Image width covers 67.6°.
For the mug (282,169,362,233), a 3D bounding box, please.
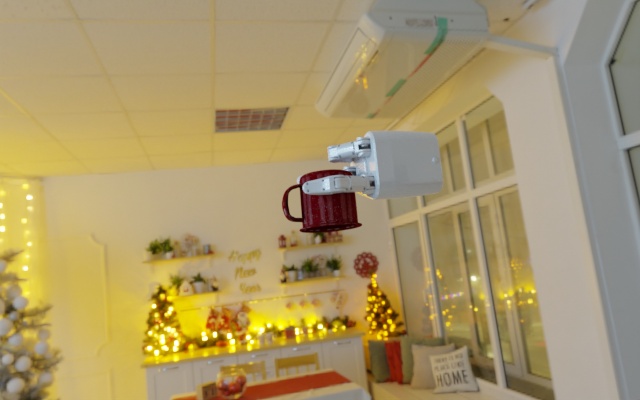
[{"bbox_3d":[-0.001,0.002,0.704,0.117,0.081,0.093,-2,-10,-17],"label":"mug"}]
